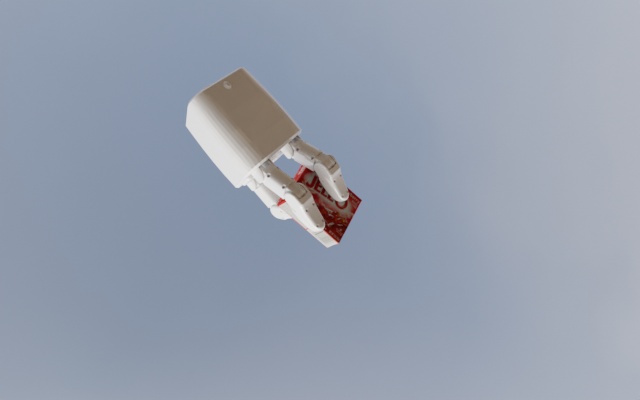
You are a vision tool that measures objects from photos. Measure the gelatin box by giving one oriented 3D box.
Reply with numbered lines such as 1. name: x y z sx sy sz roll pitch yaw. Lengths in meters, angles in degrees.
1. gelatin box: 0.000 0.002 0.591 0.089 0.073 0.030 41 -34 -17
